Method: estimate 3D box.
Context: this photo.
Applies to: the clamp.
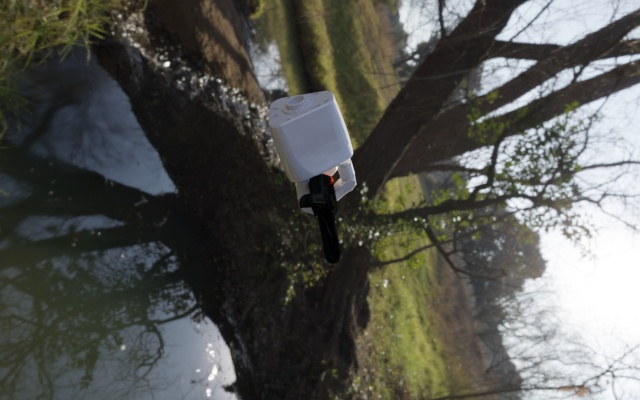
[{"bbox_3d":[0.001,0.002,0.745,0.039,0.120,0.171,-15,37,8],"label":"clamp"}]
